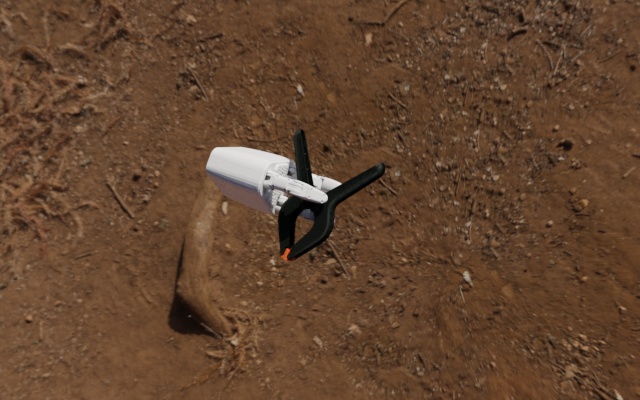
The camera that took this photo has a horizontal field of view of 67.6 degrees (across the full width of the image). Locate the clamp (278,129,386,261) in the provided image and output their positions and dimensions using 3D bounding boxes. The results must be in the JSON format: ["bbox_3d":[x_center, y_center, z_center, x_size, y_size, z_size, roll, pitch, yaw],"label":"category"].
[{"bbox_3d":[-0.001,0.003,0.753,0.164,0.210,0.036,18,-3,23],"label":"clamp"}]
